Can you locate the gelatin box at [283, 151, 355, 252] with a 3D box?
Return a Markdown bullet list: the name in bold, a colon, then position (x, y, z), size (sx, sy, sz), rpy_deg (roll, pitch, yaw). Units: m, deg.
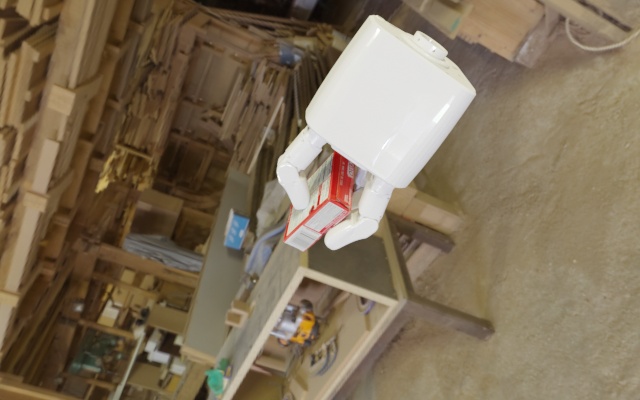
- **gelatin box**: position (0.000, 0.002, 0.505), size (0.030, 0.073, 0.089), rpy_deg (29, -48, -20)
